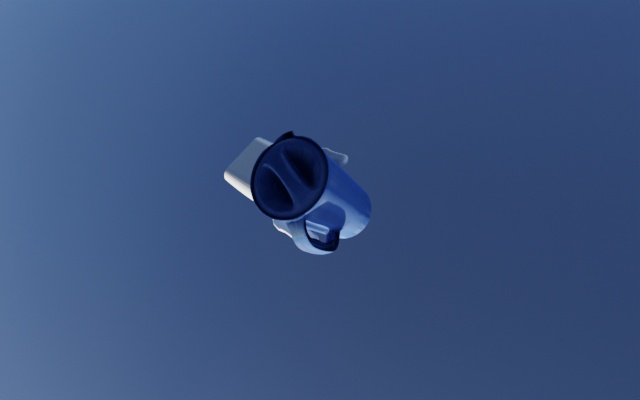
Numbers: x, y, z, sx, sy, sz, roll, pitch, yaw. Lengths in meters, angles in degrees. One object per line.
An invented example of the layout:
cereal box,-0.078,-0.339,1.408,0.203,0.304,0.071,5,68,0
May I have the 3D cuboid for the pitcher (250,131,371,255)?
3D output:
pitcher,0.000,0.002,0.806,0.145,0.149,0.243,32,1,29
